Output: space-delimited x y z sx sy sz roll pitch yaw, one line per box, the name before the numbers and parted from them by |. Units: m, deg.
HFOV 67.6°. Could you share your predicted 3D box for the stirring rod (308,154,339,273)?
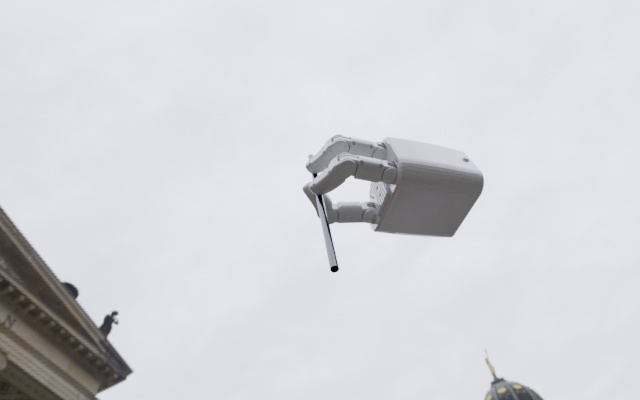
stirring rod | 0.000 0.002 0.529 0.011 0.011 0.239 0 30 -7
